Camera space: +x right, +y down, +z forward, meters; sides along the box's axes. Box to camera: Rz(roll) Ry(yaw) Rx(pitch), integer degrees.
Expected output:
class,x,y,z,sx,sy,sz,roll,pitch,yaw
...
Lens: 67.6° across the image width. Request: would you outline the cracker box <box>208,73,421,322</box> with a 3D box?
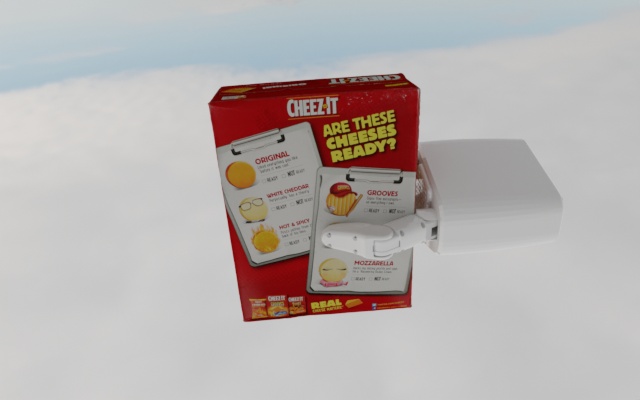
class,x,y,z,sx,sy,sz,roll,pitch,yaw
cracker box,0.000,0.002,0.434,0.164,0.214,0.072,-5,26,-2
